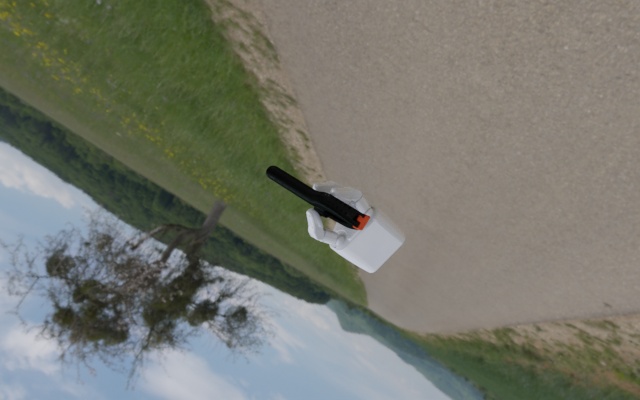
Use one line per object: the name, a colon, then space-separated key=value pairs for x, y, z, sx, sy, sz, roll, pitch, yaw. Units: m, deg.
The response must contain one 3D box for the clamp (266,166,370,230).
clamp: x=0.000 y=0.004 z=0.845 sx=0.165 sy=0.036 sz=0.210 roll=39 pitch=-10 yaw=-36
